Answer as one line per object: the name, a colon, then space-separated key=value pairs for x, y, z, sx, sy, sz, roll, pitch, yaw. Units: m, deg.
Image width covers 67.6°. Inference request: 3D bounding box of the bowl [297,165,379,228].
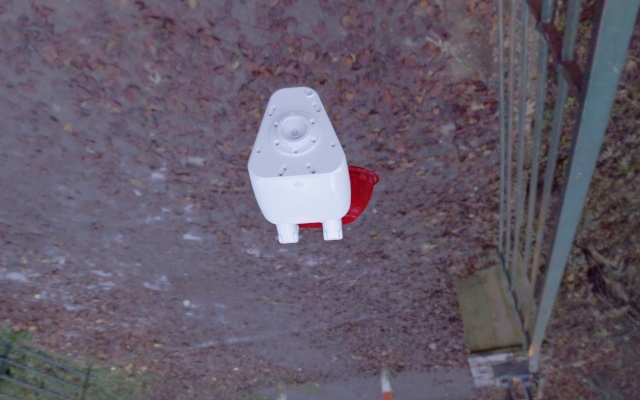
bowl: x=0.001 y=0.003 z=0.638 sx=0.162 sy=0.055 sz=0.162 roll=-4 pitch=-13 yaw=-1
